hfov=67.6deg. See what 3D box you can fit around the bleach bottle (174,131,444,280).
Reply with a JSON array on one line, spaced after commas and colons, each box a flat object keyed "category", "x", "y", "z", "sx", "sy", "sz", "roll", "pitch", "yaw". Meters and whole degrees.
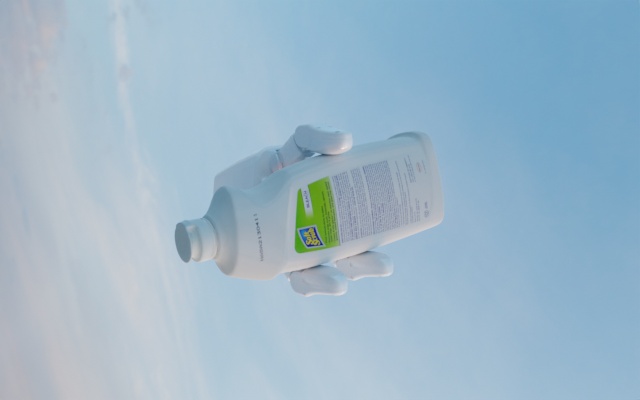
[{"category": "bleach bottle", "x": 0.000, "y": 0.001, "z": 0.407, "sx": 0.251, "sy": 0.102, "sz": 0.068, "roll": -12, "pitch": 0, "yaw": -37}]
